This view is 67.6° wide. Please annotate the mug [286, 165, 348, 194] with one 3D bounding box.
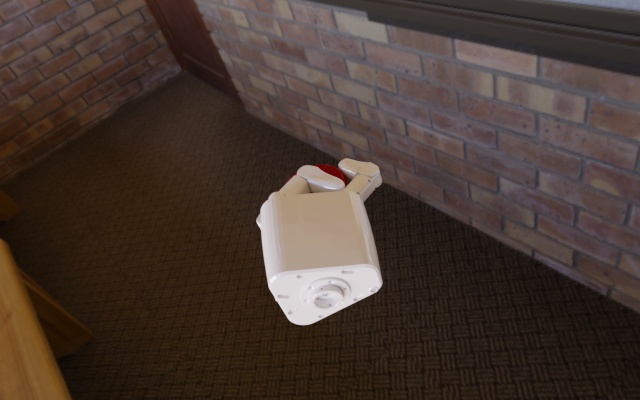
[{"bbox_3d":[0.000,0.001,0.604,0.093,0.082,0.117,-18,43,5],"label":"mug"}]
